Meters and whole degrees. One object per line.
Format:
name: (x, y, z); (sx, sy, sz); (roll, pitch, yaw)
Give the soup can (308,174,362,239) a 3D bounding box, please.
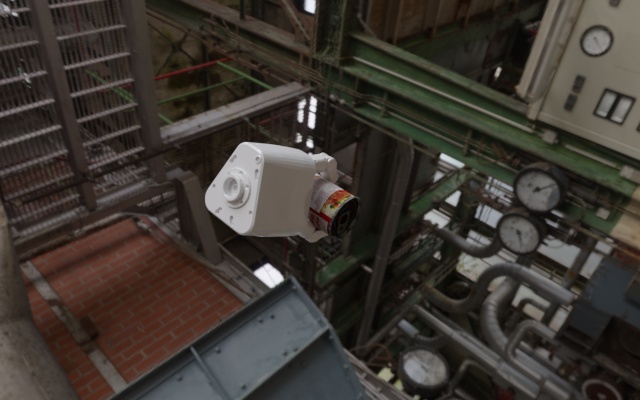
soup can: (0.000, 0.002, 0.701); (0.102, 0.068, 0.068); (33, 18, 30)
